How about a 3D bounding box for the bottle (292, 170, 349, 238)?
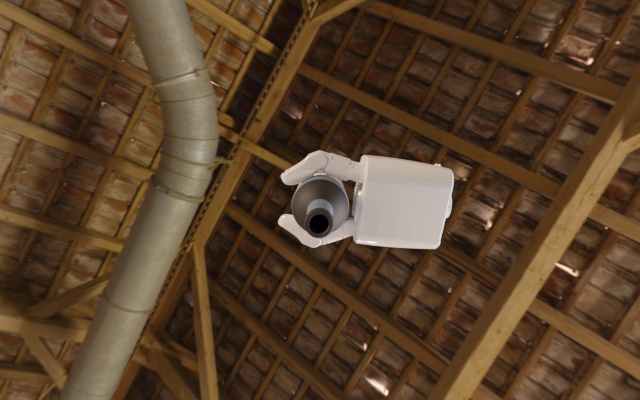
[{"bbox_3d":[0.000,0.002,0.588,0.069,0.069,0.295,0,8,1],"label":"bottle"}]
